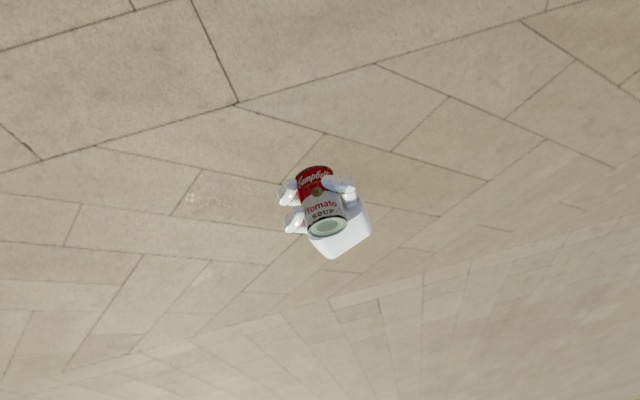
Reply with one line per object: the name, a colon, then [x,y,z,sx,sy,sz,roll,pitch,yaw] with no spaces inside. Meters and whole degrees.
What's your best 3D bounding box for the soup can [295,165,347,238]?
soup can: [0.000,0.003,0.786,0.068,0.102,0.068,-11,-31,-7]
